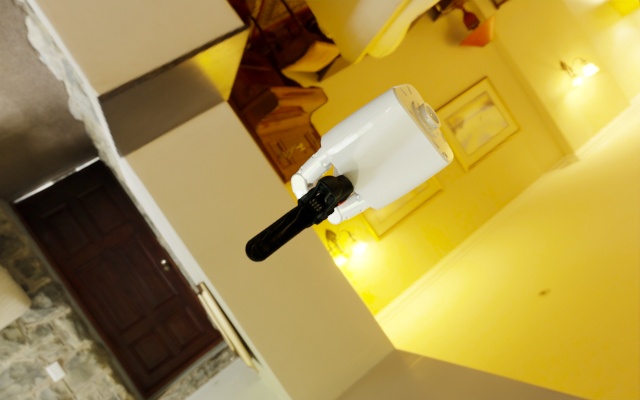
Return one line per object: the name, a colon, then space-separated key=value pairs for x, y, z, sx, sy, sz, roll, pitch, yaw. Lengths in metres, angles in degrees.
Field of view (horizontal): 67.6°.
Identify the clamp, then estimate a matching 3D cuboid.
clamp: x=0.000 y=0.002 z=0.510 sx=0.120 sy=0.039 sz=0.171 roll=-34 pitch=1 yaw=30
